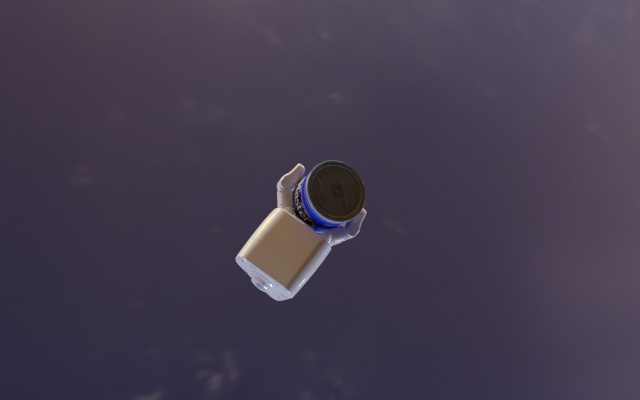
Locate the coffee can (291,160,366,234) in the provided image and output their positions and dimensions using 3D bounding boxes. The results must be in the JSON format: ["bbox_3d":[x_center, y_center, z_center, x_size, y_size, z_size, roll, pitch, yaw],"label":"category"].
[{"bbox_3d":[0.000,0.002,0.817,0.103,0.102,0.140,0,-15,-23],"label":"coffee can"}]
